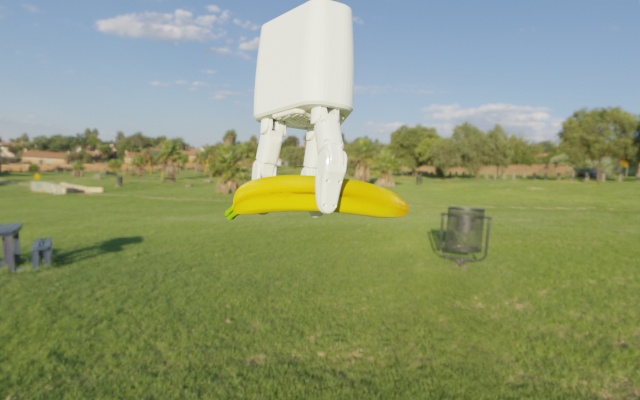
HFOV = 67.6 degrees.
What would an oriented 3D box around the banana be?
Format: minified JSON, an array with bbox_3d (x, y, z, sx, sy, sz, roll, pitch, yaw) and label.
[{"bbox_3d":[-0.003,-0.003,0.490,0.198,0.037,0.070,1,-13,-1],"label":"banana"}]
